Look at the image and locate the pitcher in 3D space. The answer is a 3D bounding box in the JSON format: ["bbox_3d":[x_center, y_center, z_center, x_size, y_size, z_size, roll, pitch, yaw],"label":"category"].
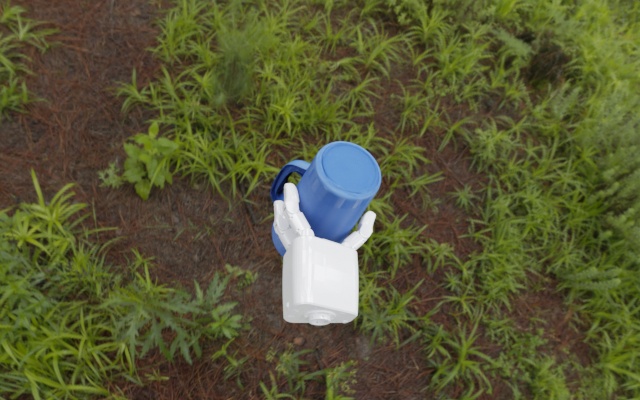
[{"bbox_3d":[0.000,0.003,0.813,0.149,0.145,0.243,11,-33,-14],"label":"pitcher"}]
